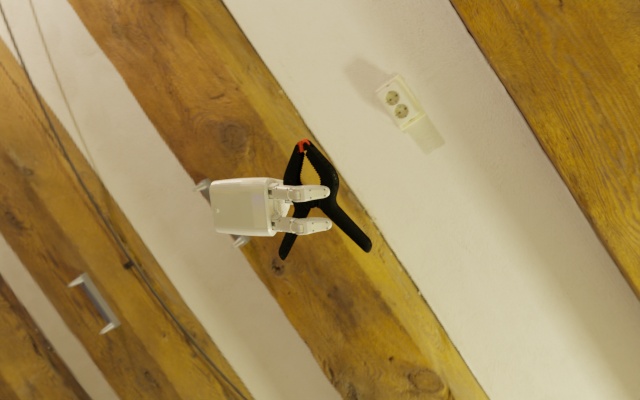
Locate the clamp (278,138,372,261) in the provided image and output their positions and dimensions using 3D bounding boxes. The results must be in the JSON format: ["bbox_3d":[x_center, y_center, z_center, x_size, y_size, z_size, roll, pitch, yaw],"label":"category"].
[{"bbox_3d":[0.000,0.002,0.792,0.164,0.210,0.036,-1,16,14],"label":"clamp"}]
